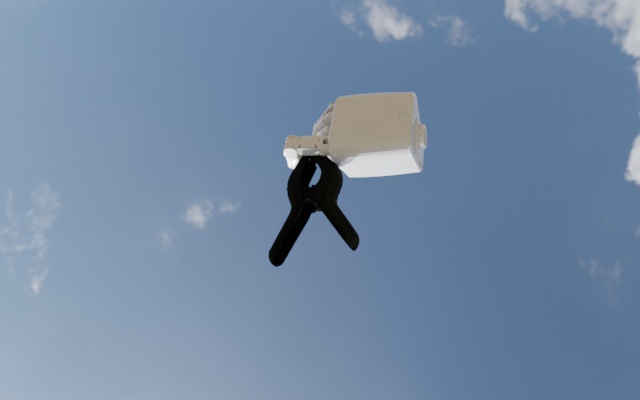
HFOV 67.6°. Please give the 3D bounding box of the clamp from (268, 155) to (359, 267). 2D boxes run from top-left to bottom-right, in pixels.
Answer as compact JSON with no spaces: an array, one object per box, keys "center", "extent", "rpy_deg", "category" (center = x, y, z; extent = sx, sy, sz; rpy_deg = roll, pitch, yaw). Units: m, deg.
[{"center":[0.000,0.002,0.611],"extent":[0.120,0.171,0.039],"rpy_deg":[-3,-28,23],"category":"clamp"}]
